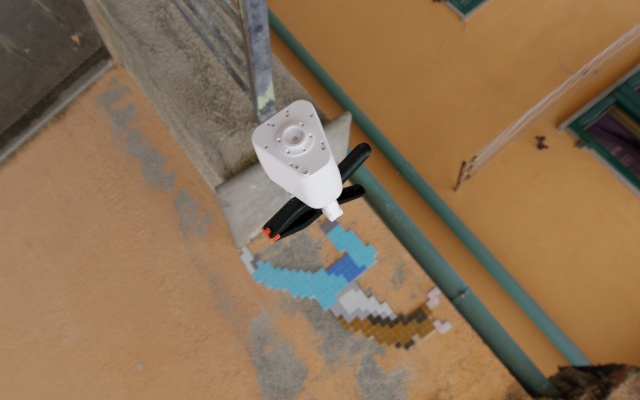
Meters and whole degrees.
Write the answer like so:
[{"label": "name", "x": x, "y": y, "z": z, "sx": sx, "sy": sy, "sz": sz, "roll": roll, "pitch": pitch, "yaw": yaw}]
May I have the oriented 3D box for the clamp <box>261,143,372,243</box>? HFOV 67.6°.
[{"label": "clamp", "x": 0.000, "y": 0.003, "z": 0.789, "sx": 0.210, "sy": 0.036, "sz": 0.165, "roll": -36, "pitch": -21, "yaw": -6}]
